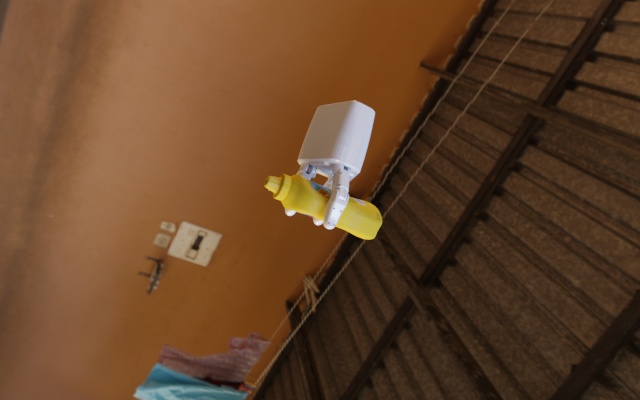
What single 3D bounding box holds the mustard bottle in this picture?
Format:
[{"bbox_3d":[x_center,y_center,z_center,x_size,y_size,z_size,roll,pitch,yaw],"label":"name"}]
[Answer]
[{"bbox_3d":[0.000,0.003,0.765,0.192,0.058,0.096,22,12,-23],"label":"mustard bottle"}]
